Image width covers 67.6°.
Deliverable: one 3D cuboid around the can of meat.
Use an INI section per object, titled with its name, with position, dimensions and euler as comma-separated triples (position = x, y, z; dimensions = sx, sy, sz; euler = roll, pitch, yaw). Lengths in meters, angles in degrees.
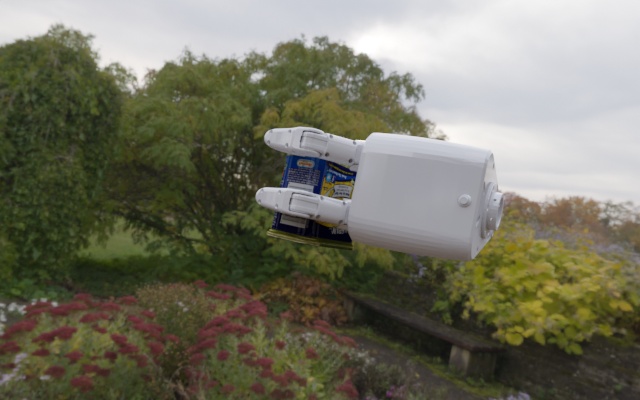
[can of meat]
position = 0.000, 0.001, 0.475
dimensions = 0.057, 0.084, 0.102
euler = 11, -3, 31
